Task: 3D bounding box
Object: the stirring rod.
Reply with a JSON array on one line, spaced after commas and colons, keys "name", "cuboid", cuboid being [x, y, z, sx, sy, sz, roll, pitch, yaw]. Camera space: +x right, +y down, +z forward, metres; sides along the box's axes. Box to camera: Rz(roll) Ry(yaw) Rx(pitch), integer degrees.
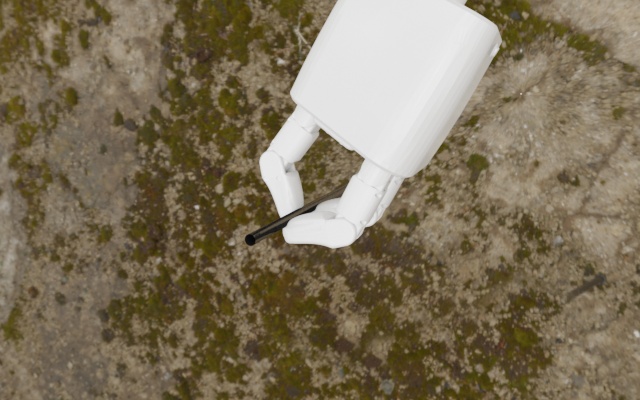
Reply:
[{"name": "stirring rod", "cuboid": [0.000, 0.001, 0.417, 0.011, 0.011, 0.239, 0, 12, 23]}]
